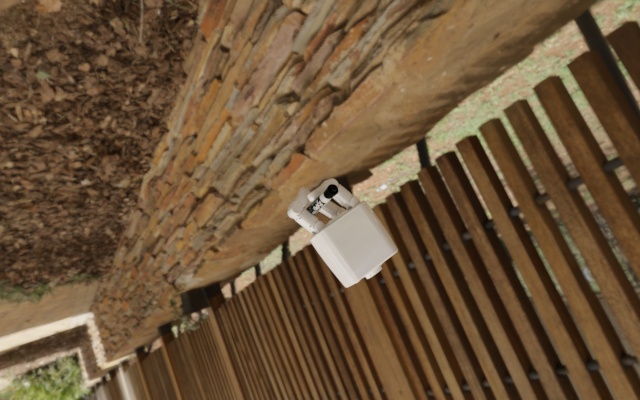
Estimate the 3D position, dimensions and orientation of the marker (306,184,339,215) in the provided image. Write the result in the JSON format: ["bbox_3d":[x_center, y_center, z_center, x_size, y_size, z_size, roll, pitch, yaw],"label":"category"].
[{"bbox_3d":[0.000,0.003,0.787,0.020,0.020,0.121,0,-21,-23],"label":"marker"}]
